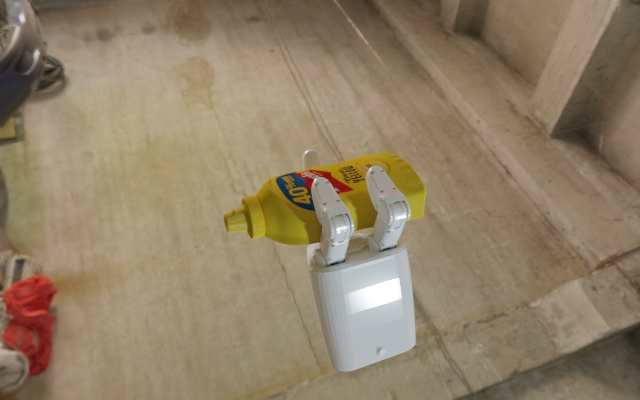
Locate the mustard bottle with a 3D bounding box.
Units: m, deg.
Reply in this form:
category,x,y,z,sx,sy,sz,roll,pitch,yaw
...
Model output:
category,x,y,z,sx,sy,sz,roll,pitch,yaw
mustard bottle,0.000,0.001,0.476,0.191,0.058,0.096,-13,36,-18
